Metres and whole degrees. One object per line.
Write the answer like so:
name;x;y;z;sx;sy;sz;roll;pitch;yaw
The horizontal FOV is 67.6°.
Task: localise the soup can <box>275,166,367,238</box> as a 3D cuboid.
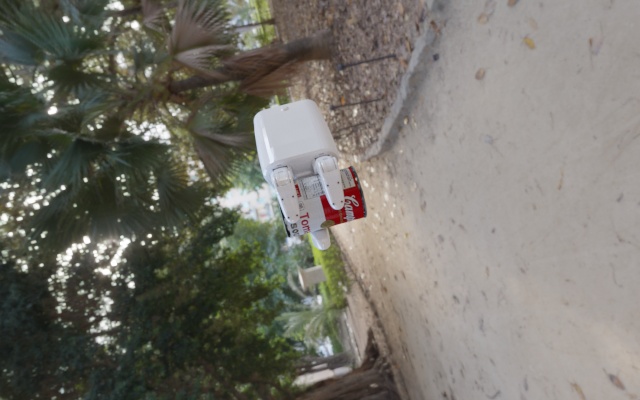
soup can;0.000;0.002;0.599;0.102;0.068;0.068;-15;1;-3
